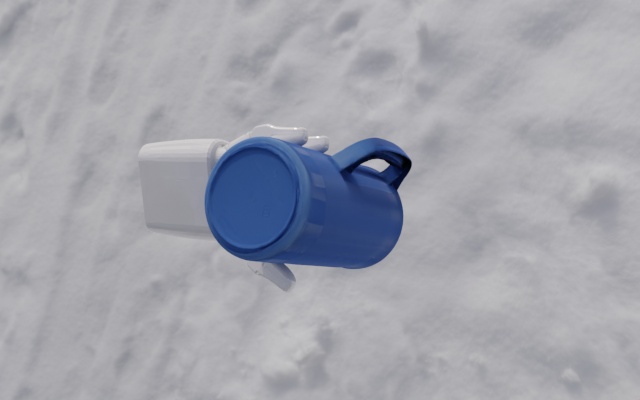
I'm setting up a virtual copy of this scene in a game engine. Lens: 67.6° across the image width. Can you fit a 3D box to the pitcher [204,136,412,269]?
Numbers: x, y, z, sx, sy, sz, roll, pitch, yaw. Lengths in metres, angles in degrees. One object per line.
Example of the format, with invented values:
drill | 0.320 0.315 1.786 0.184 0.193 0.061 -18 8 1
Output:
pitcher | 0.000 0.002 0.504 0.145 0.149 0.243 5 -4 25
